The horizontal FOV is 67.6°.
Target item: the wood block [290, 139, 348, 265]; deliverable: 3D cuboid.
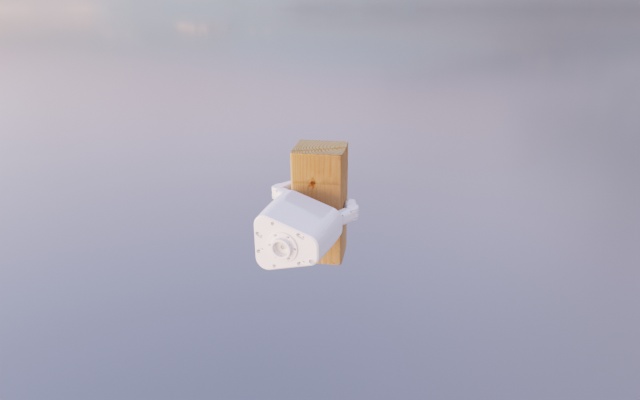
[{"bbox_3d":[0.000,0.003,0.862,0.091,0.206,0.090,4,23,9],"label":"wood block"}]
